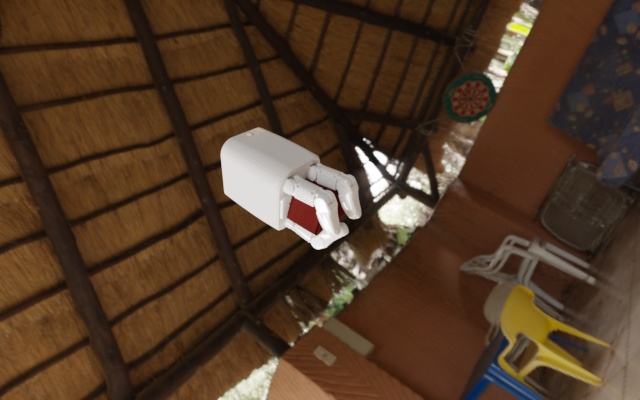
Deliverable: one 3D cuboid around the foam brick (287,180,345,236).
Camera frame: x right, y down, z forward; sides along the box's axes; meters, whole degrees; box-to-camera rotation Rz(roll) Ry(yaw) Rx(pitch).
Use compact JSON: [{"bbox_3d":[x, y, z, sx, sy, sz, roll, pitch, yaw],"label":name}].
[{"bbox_3d":[0.000,0.002,0.665,0.051,0.053,0.078,30,34,20],"label":"foam brick"}]
